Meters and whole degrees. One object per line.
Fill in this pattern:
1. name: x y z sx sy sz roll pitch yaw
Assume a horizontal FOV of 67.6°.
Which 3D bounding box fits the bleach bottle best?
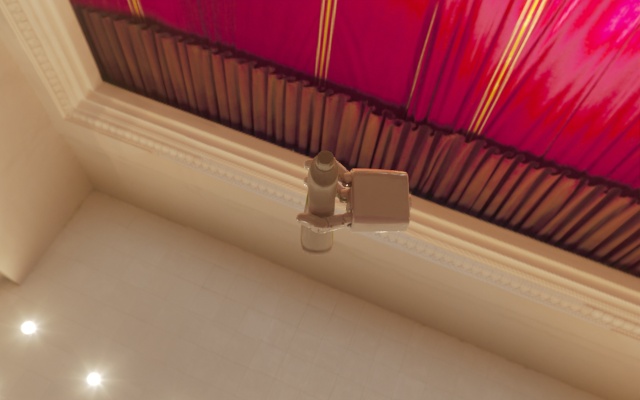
1. bleach bottle: 0.000 0.003 0.896 0.068 0.102 0.251 2 -33 -3
